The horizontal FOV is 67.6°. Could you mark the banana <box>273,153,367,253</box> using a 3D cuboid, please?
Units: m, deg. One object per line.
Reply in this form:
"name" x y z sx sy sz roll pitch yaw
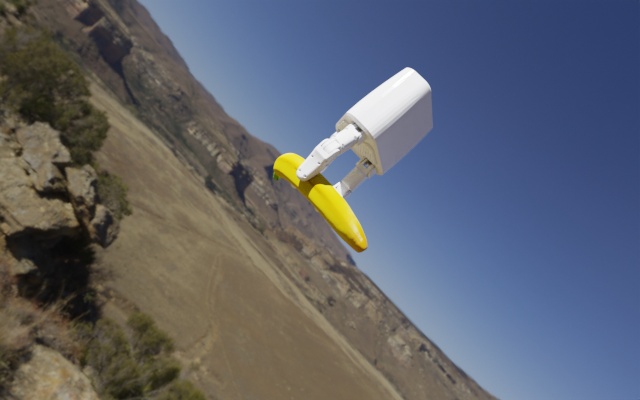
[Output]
"banana" -0.007 -0.011 0.618 0.197 0.037 0.070 42 -15 38
